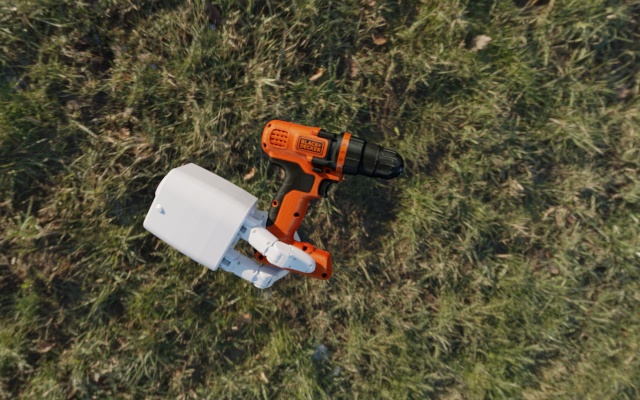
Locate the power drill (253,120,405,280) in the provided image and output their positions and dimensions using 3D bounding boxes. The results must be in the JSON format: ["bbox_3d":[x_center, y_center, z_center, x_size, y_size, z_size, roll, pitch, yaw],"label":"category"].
[{"bbox_3d":[0.000,0.002,0.617,0.184,0.187,0.057,14,3,7],"label":"power drill"}]
